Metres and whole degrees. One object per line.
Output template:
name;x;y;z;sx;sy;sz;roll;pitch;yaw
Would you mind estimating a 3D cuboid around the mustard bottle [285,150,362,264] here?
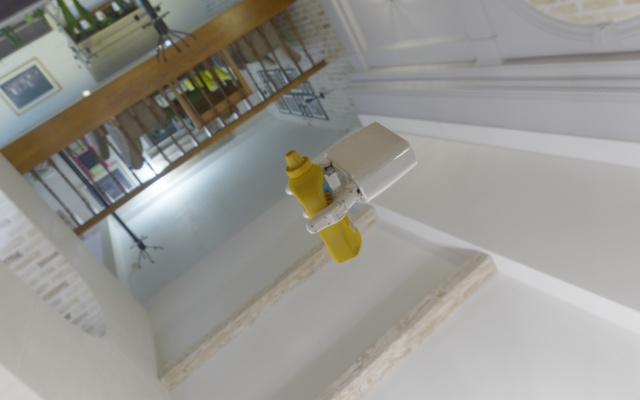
mustard bottle;0.000;0.003;0.754;0.058;0.192;0.096;-25;26;13
